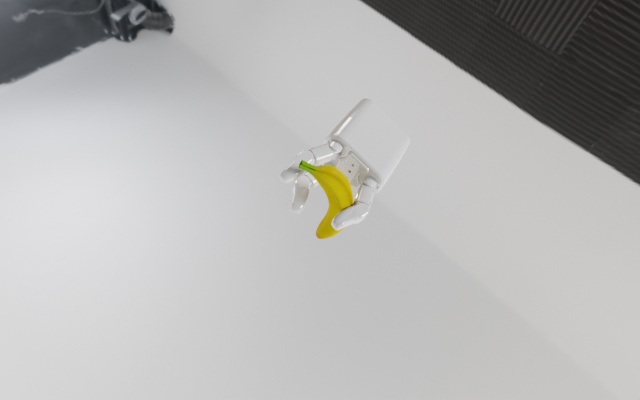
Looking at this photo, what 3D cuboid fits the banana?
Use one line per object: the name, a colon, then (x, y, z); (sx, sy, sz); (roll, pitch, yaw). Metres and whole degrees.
banana: (0.017, 0.005, 0.719); (0.069, 0.037, 0.198); (14, -33, 18)
